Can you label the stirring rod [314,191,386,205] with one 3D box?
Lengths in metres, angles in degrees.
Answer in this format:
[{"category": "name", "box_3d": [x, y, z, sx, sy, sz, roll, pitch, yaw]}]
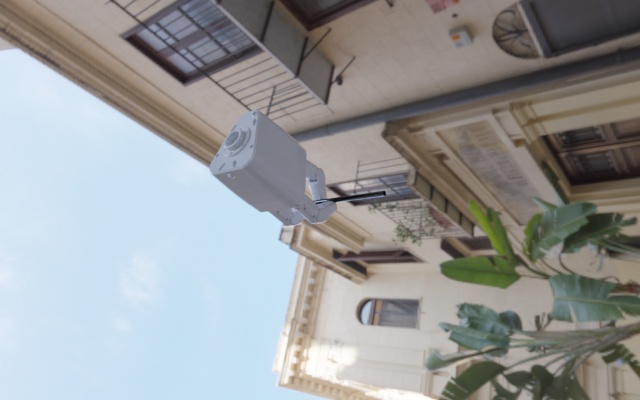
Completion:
[{"category": "stirring rod", "box_3d": [0.000, 0.002, 0.767, 0.239, 0.011, 0.011, -8, -5, 39]}]
